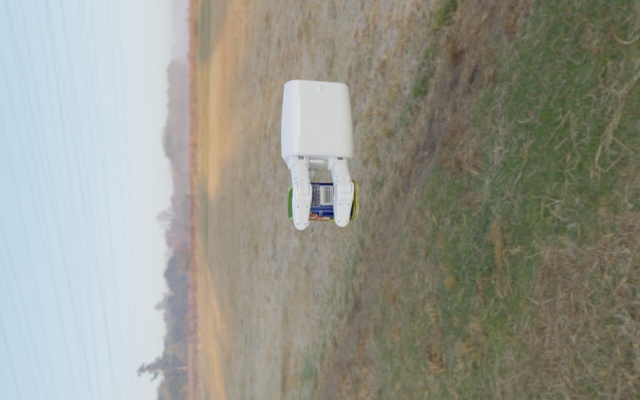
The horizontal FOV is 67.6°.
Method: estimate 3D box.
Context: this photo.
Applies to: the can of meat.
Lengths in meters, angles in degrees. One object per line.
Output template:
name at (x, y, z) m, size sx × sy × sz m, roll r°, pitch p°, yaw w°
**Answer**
can of meat at (0.000, 0.002, 0.685) m, size 0.084 × 0.057 × 0.102 m, roll 1°, pitch -6°, yaw -13°
